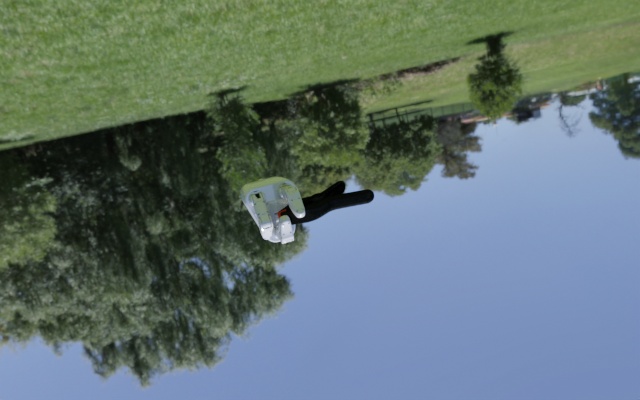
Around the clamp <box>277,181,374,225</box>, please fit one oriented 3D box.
[{"bbox_3d":[0.000,0.004,0.871,0.171,0.039,0.120,-15,12,-13],"label":"clamp"}]
